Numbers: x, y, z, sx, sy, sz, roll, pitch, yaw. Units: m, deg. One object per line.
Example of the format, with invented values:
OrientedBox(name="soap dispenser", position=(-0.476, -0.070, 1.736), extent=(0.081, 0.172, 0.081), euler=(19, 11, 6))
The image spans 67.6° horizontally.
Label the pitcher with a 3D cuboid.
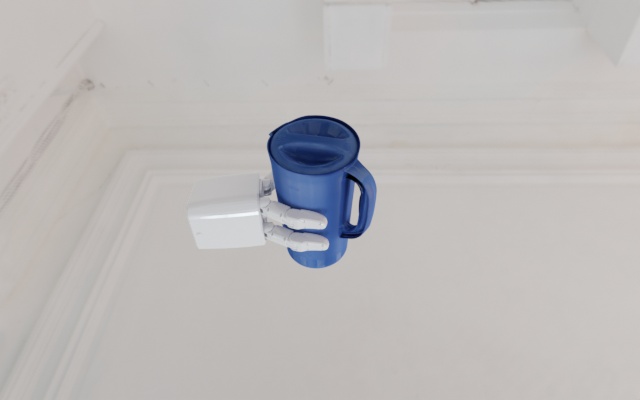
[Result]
OrientedBox(name="pitcher", position=(0.000, 0.002, 0.753), extent=(0.145, 0.149, 0.243), euler=(-6, -44, -4))
